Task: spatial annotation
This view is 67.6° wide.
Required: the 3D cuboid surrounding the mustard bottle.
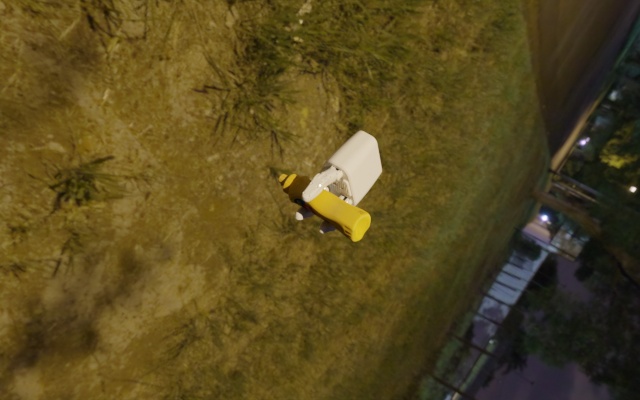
[{"bbox_3d":[0.000,0.003,0.897,0.191,0.058,0.096,32,-4,19],"label":"mustard bottle"}]
